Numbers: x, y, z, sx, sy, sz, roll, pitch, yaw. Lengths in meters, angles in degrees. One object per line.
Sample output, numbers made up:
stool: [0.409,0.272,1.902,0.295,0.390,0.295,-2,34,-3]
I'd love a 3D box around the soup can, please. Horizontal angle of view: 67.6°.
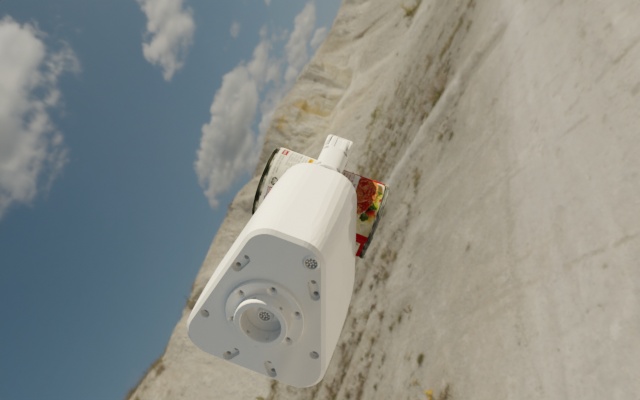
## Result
soup can: [0.000,0.001,0.414,0.102,0.068,0.068,20,1,3]
